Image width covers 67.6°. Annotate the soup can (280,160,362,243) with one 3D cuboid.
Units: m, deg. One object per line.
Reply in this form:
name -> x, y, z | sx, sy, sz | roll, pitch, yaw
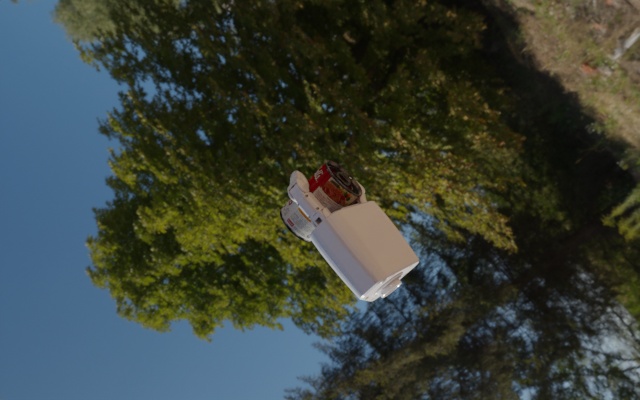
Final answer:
soup can -> 0.000, 0.002, 0.671 | 0.102, 0.068, 0.068 | -45, -18, 19
